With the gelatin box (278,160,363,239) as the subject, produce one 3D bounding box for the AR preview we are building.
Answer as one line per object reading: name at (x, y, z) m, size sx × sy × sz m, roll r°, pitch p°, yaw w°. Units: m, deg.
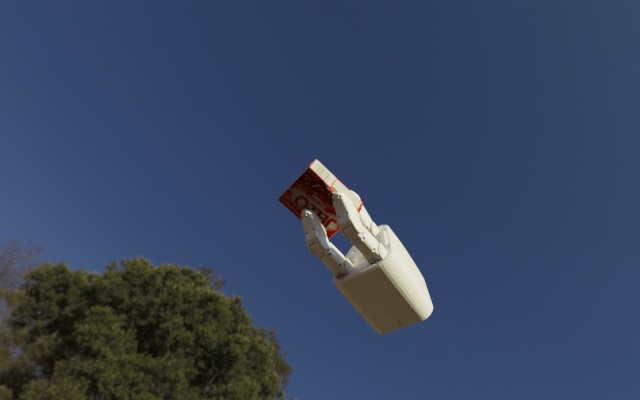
gelatin box at (0.000, 0.002, 0.636) m, size 0.073 × 0.089 × 0.030 m, roll -44°, pitch 6°, yaw 34°
